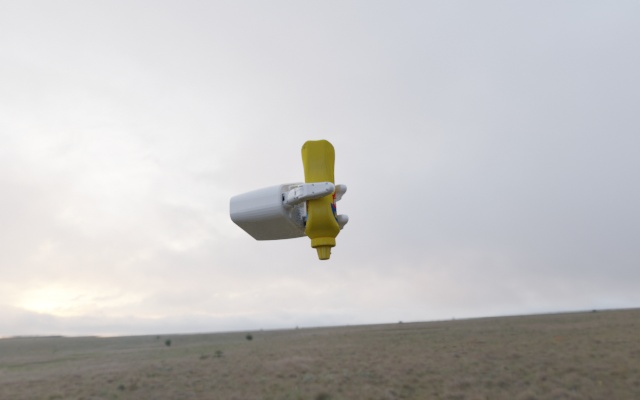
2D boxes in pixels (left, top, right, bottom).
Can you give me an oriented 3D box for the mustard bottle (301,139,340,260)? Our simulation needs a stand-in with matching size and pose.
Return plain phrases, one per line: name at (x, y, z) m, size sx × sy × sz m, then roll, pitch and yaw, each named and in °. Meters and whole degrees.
mustard bottle at (0.000, 0.002, 0.790) m, size 0.058 × 0.191 × 0.096 m, roll -3°, pitch -15°, yaw 1°
